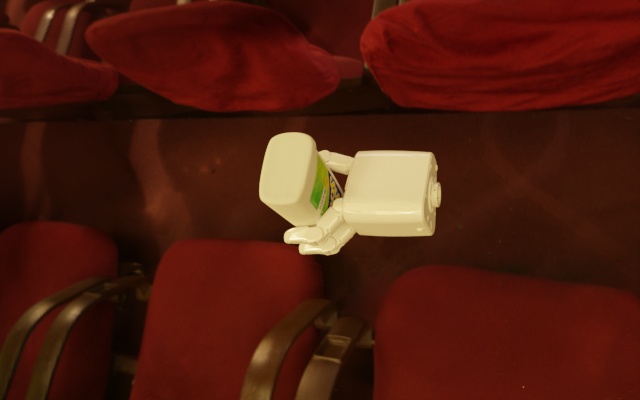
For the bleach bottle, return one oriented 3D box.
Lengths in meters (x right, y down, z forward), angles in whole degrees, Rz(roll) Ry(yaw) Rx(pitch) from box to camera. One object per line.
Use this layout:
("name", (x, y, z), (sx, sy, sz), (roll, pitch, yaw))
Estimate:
("bleach bottle", (0.000, 0.002, 0.699), (0.068, 0.102, 0.251), (3, -19, 24))
